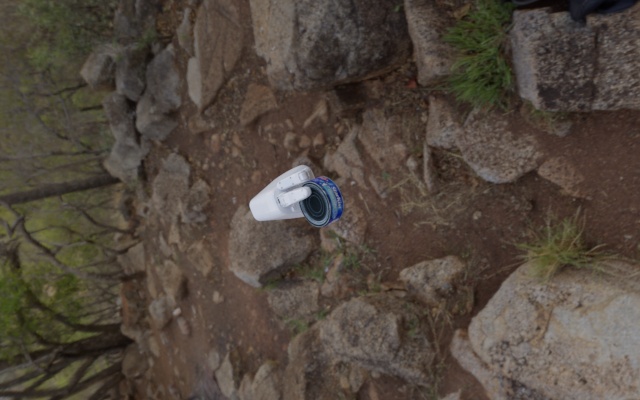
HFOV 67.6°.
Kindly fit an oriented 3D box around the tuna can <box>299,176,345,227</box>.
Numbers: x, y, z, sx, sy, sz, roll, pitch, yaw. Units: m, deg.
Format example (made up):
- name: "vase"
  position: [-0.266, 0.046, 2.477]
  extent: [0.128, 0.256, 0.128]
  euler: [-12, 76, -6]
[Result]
- name: "tuna can"
  position: [0.000, 0.003, 0.839]
  extent: [0.033, 0.086, 0.086]
  euler: [-21, 14, -39]
